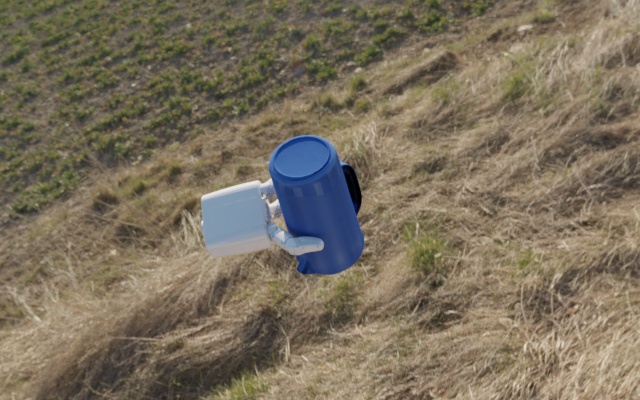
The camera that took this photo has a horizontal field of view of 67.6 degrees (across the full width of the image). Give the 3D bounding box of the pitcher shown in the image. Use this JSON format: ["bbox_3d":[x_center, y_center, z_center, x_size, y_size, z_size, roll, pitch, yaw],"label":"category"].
[{"bbox_3d":[0.000,0.003,0.814,0.145,0.149,0.243,-12,-41,4],"label":"pitcher"}]
